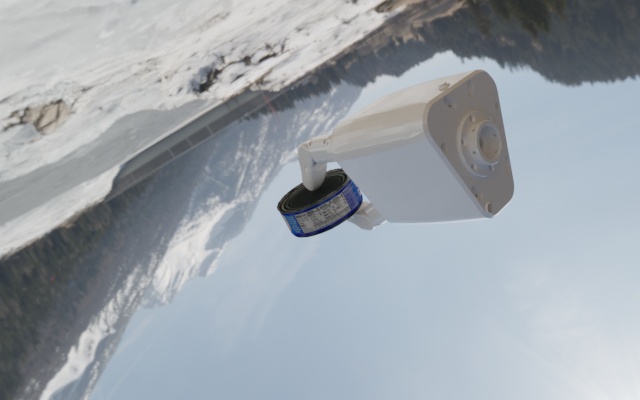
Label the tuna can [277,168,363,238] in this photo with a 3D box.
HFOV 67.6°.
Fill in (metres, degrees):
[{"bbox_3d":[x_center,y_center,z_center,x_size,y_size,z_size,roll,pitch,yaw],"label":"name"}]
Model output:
[{"bbox_3d":[0.000,0.002,0.496,0.086,0.034,0.086,-25,18,9],"label":"tuna can"}]
